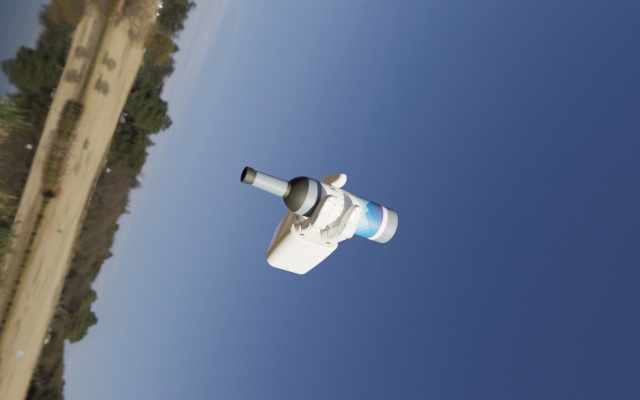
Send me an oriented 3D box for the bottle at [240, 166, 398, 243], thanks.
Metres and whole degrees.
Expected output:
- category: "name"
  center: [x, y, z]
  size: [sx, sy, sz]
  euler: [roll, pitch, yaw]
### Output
- category: "bottle"
  center: [0.000, 0.003, 0.834]
  size: [0.296, 0.069, 0.069]
  euler: [20, -9, -26]
